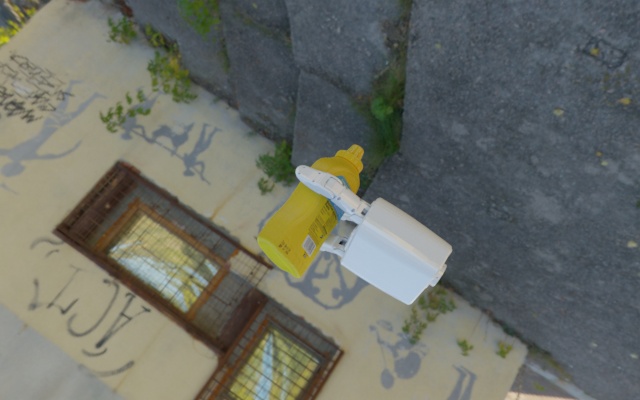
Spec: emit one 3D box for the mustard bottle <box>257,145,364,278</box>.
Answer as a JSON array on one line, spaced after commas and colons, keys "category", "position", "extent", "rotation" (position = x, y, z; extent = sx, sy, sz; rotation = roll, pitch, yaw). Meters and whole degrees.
[{"category": "mustard bottle", "position": [0.000, 0.002, 0.626], "extent": [0.058, 0.191, 0.096], "rotation": [24, -22, 32]}]
